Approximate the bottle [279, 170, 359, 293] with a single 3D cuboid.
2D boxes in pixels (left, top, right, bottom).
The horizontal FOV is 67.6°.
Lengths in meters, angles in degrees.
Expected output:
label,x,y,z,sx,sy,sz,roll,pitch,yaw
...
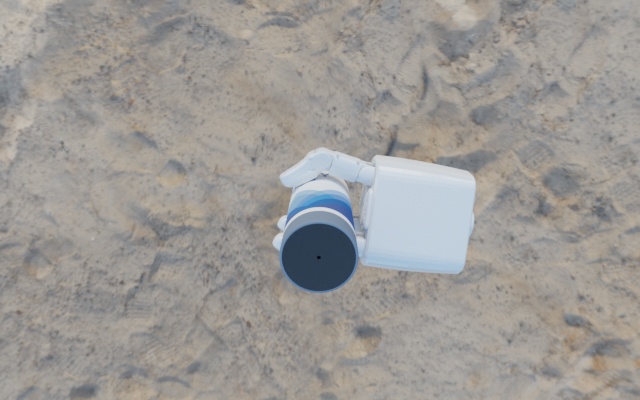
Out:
label,x,y,z,sx,sy,sz,roll,pitch,yaw
bottle,0.000,0.002,0.535,0.069,0.069,0.295,0,18,1
